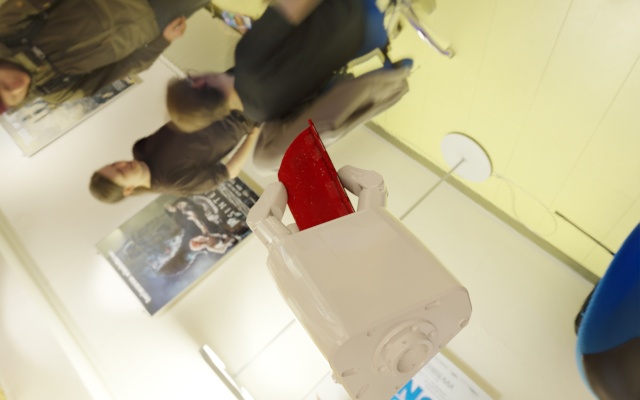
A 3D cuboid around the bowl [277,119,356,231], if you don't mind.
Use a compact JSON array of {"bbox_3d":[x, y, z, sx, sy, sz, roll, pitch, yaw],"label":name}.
[{"bbox_3d":[-0.001,0.001,0.487,0.055,0.162,0.162,-25,-1,3],"label":"bowl"}]
